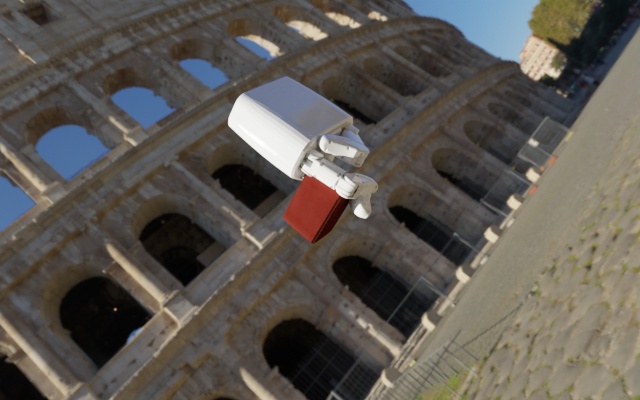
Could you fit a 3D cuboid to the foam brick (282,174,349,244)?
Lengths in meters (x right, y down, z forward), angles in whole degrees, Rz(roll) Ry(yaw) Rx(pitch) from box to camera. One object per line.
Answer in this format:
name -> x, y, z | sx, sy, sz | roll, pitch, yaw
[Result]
foam brick -> 0.000, 0.002, 0.578 | 0.051, 0.078, 0.053 | 37, 26, 14
